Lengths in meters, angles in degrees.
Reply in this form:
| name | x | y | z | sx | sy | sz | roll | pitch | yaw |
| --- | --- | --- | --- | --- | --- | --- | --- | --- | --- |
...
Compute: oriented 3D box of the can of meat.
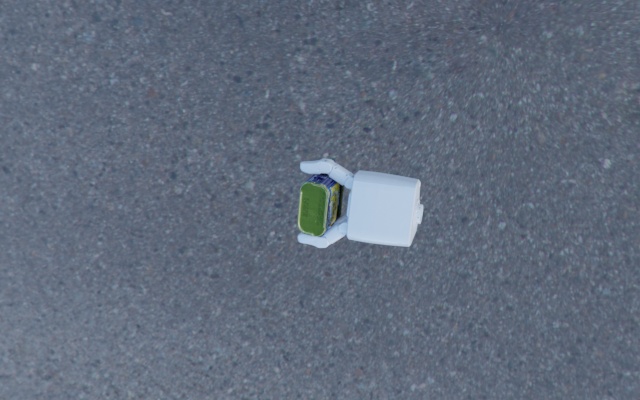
| name | x | y | z | sx | sy | sz | roll | pitch | yaw |
| --- | --- | --- | --- | --- | --- | --- | --- | --- | --- |
| can of meat | 0.000 | 0.003 | 0.832 | 0.057 | 0.102 | 0.084 | 12 | 23 | 16 |
